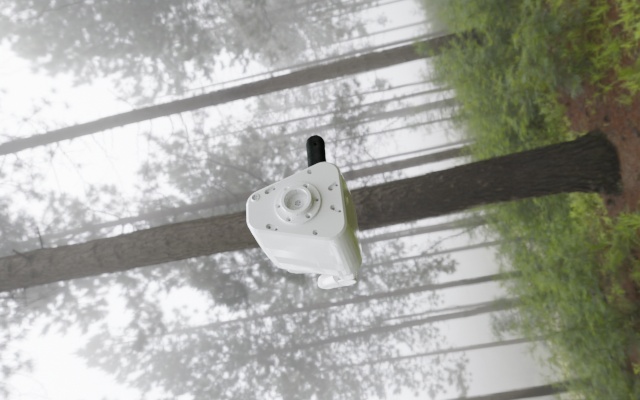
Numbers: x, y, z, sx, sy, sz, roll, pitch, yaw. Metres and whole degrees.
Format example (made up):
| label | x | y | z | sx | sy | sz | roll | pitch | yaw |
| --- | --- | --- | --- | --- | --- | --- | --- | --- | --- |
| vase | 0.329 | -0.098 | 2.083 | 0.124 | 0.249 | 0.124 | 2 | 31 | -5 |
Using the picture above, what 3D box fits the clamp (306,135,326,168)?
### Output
| label | x | y | z | sx | sy | sz | roll | pitch | yaw |
| --- | --- | --- | --- | --- | --- | --- | --- | --- | --- |
| clamp | 0.000 | 0.002 | 0.635 | 0.039 | 0.171 | 0.120 | -9 | -29 | 6 |
